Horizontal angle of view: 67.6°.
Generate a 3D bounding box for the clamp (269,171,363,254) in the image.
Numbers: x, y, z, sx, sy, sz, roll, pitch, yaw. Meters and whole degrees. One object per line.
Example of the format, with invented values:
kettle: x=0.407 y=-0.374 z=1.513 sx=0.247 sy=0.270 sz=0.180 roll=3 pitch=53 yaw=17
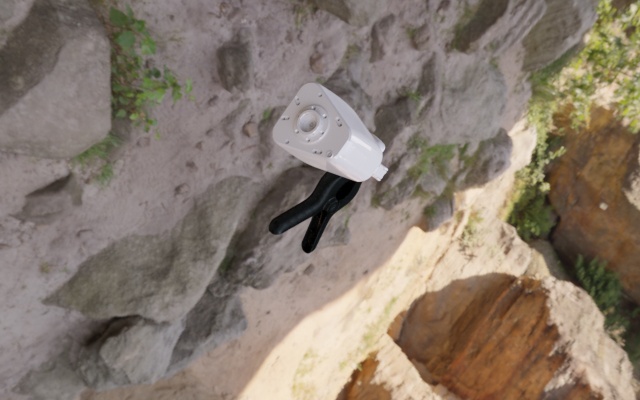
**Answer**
clamp: x=0.001 y=0.003 z=0.698 sx=0.039 sy=0.171 sz=0.120 roll=40 pitch=9 yaw=27
